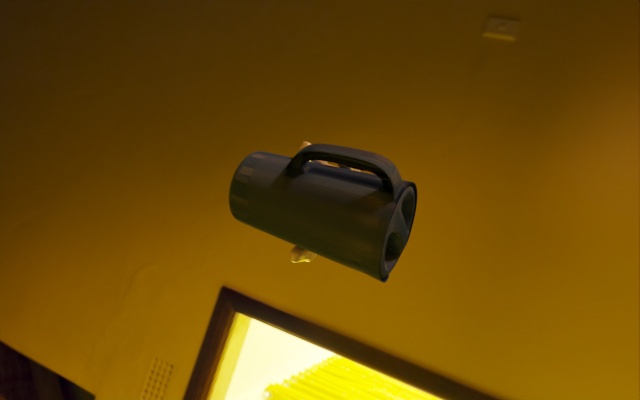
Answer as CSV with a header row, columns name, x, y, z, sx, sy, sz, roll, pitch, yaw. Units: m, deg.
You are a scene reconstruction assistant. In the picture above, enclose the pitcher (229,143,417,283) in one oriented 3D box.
name,x,y,z,sx,sy,sz,roll,pitch,yaw
pitcher,0.000,0.002,0.645,0.243,0.149,0.145,17,0,22
